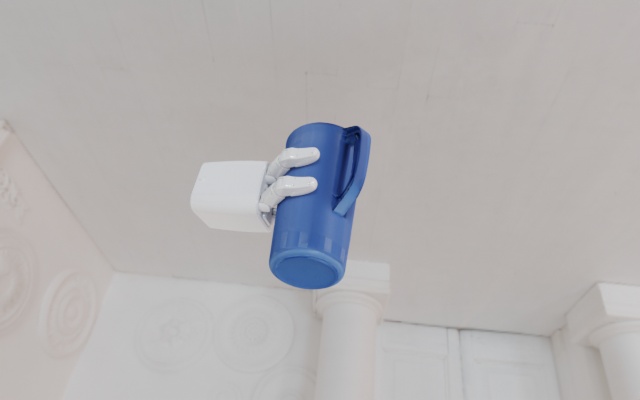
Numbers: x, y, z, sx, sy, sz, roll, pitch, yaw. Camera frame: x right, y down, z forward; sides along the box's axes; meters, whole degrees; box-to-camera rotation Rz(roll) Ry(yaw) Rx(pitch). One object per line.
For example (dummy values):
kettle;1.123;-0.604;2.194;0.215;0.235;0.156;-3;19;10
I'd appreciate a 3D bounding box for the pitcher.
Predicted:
pitcher;0.000;0.002;0.725;0.145;0.242;0.149;2;-38;7
